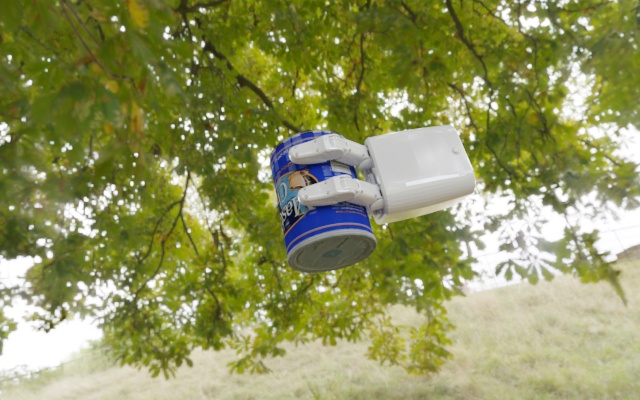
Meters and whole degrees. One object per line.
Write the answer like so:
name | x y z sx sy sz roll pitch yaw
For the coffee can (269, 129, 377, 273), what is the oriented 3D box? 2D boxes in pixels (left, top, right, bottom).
coffee can | 0.000 0.002 0.570 0.103 0.140 0.103 -10 -28 -6
